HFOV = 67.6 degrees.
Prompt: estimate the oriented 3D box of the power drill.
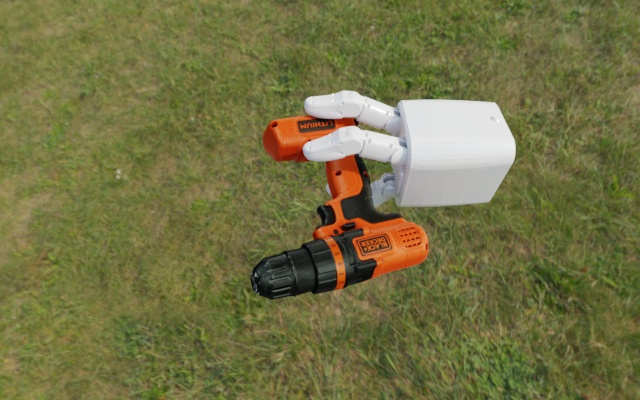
[{"bbox_3d":[0.000,0.001,0.495,0.184,0.187,0.057,-10,-25,-22],"label":"power drill"}]
